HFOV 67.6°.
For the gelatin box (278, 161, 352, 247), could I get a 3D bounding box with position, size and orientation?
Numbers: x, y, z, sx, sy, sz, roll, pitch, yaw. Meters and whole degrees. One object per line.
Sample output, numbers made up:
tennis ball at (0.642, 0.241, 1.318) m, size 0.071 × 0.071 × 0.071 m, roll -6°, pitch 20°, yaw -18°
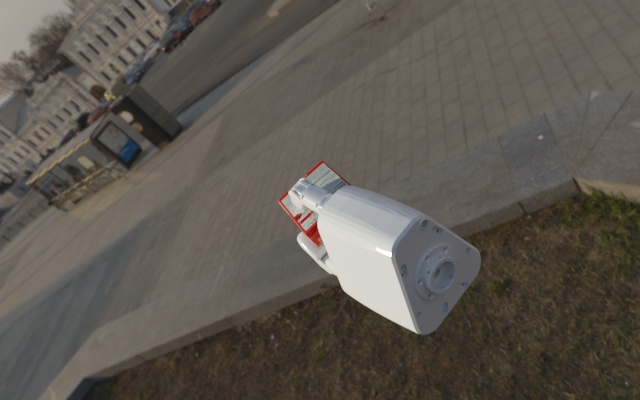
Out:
gelatin box at (0.000, 0.001, 0.546) m, size 0.030 × 0.073 × 0.089 m, roll 48°, pitch -1°, yaw -36°
